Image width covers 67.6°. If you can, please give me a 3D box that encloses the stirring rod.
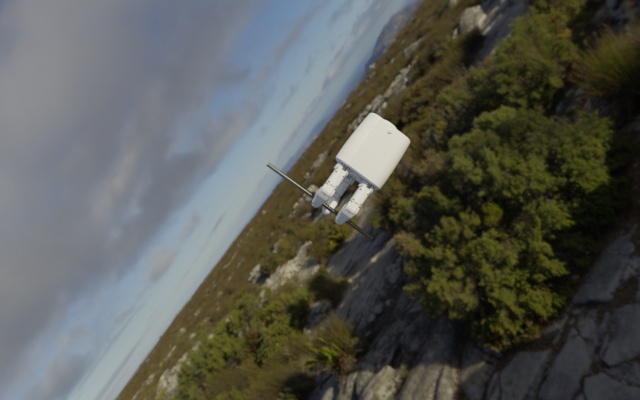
[{"bbox_3d":[0.000,0.003,0.889,0.239,0.011,0.011,36,-5,-7],"label":"stirring rod"}]
